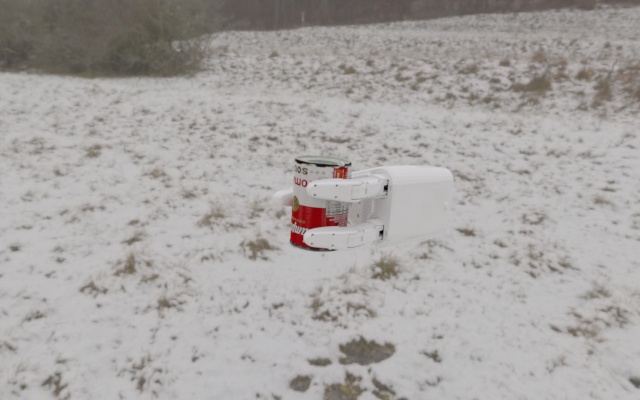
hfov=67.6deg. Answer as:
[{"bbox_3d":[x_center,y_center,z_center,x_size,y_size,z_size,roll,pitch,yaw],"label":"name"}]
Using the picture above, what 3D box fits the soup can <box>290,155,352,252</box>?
[{"bbox_3d":[0.000,0.002,0.562,0.068,0.102,0.068,4,13,-1],"label":"soup can"}]
